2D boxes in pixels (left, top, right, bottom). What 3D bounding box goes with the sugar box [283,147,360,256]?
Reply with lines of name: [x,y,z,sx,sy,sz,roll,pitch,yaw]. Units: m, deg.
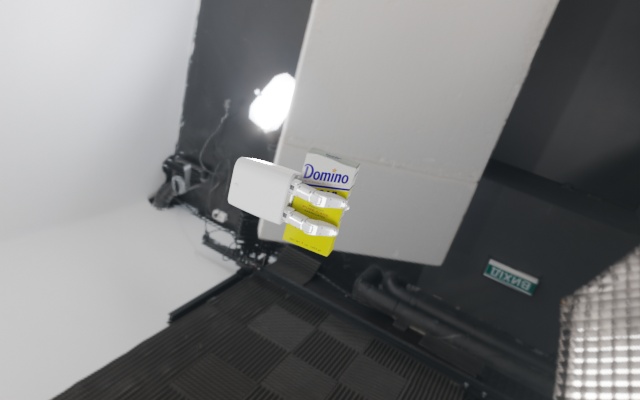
sugar box: [0.000,0.003,0.855,0.093,0.176,0.048,20,23,9]
